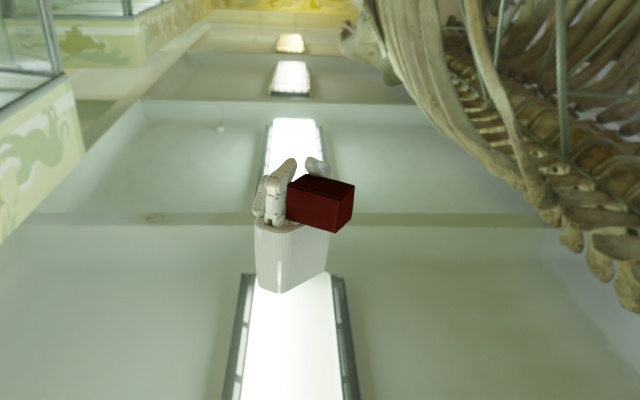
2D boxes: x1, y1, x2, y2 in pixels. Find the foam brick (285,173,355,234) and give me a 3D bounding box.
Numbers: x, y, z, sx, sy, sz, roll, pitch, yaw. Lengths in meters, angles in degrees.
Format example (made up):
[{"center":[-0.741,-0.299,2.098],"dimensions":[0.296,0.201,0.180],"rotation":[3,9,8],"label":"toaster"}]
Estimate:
[{"center":[0.000,0.002,0.631],"dimensions":[0.078,0.051,0.053],"rotation":[16,27,23],"label":"foam brick"}]
